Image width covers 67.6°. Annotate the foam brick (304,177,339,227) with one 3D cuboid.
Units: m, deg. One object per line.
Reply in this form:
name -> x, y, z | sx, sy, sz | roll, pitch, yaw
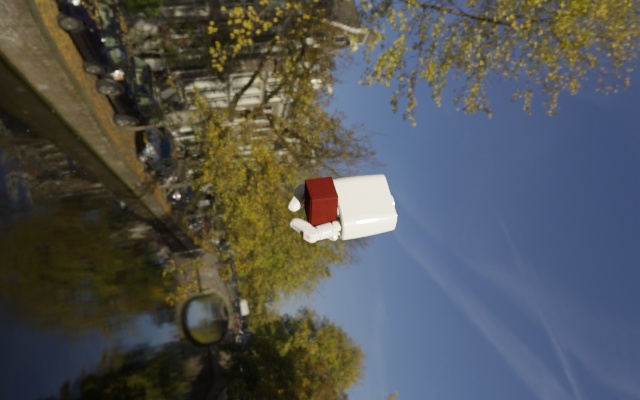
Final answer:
foam brick -> 0.000, 0.003, 0.870 | 0.051, 0.053, 0.078 | -8, -41, -10
